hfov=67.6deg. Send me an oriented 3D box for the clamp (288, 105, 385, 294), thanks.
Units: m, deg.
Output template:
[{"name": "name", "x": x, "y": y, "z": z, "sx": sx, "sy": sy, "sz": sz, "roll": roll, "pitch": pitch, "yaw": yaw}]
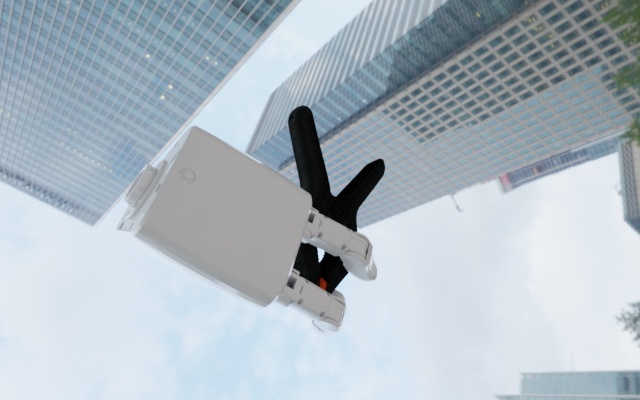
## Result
[{"name": "clamp", "x": 0.000, "y": 0.002, "z": 0.426, "sx": 0.120, "sy": 0.171, "sz": 0.039, "roll": 34, "pitch": -35, "yaw": -25}]
